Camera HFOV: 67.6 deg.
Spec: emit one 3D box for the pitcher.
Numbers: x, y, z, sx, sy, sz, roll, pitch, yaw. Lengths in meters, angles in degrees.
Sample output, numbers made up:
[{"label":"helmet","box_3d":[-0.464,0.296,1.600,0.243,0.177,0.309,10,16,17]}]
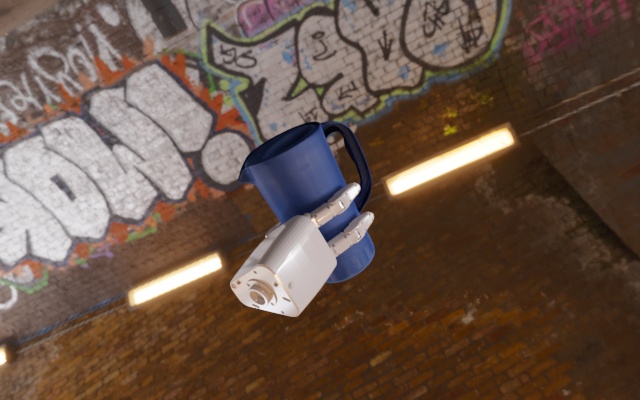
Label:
[{"label":"pitcher","box_3d":[0.000,0.003,0.756,0.149,0.243,0.145,-11,27,39]}]
